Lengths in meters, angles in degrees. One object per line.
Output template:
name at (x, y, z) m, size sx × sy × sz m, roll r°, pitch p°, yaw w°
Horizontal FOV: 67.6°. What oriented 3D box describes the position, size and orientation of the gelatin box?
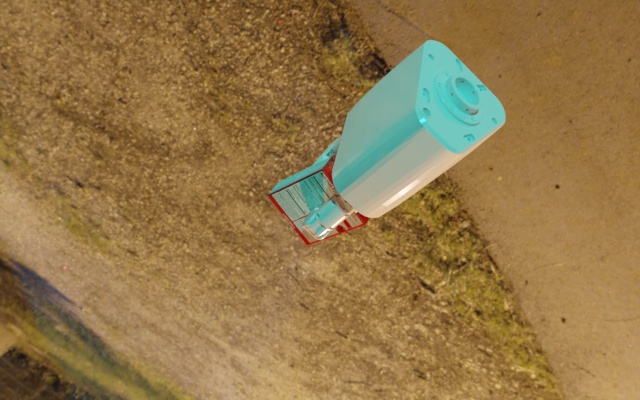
gelatin box at (0.000, 0.002, 0.494) m, size 0.089 × 0.073 × 0.030 m, roll -24°, pitch 22°, yaw 40°
